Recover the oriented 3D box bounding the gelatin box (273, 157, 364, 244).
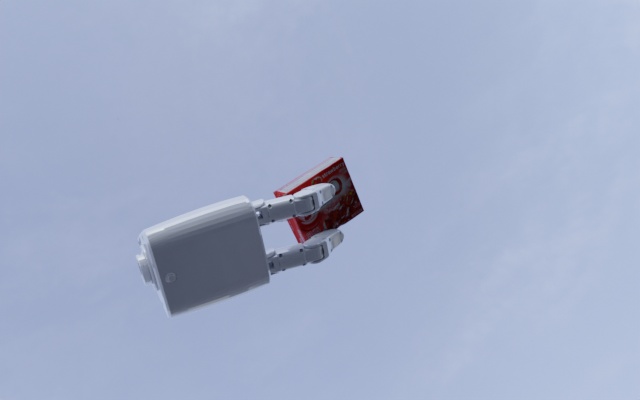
[{"bbox_3d":[0.000,0.002,0.551,0.089,0.073,0.030,-34,23,-25],"label":"gelatin box"}]
